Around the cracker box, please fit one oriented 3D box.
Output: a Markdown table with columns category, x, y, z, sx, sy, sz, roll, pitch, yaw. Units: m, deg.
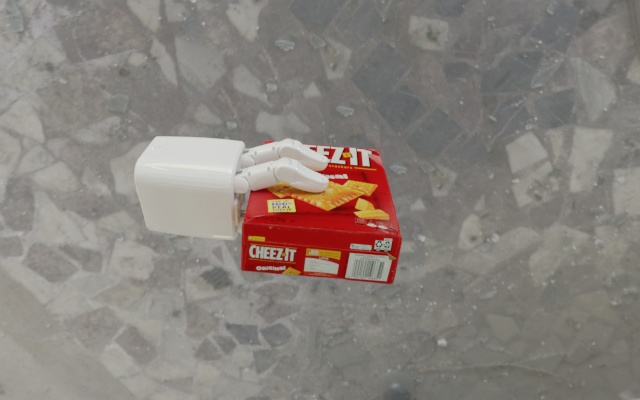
| category | x | y | z | sx | sy | sz | roll | pitch | yaw |
| --- | --- | --- | --- | --- | --- | --- | --- | --- | --- |
| cracker box | 0.000 | 0.002 | 0.575 | 0.164 | 0.072 | 0.213 | 5 | 30 | -3 |
